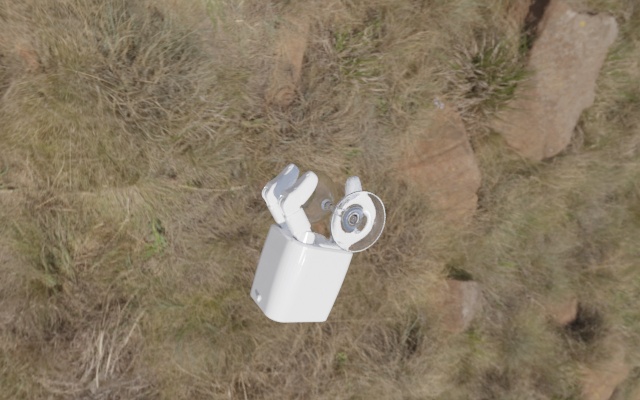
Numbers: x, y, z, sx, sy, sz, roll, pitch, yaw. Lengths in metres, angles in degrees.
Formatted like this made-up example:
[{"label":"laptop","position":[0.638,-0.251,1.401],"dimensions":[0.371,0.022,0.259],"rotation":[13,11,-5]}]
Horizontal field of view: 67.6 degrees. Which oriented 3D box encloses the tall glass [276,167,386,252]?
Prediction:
[{"label":"tall glass","position":[0.001,0.002,0.638],"dimensions":[0.079,0.079,0.201],"rotation":[0,14,-27]}]
